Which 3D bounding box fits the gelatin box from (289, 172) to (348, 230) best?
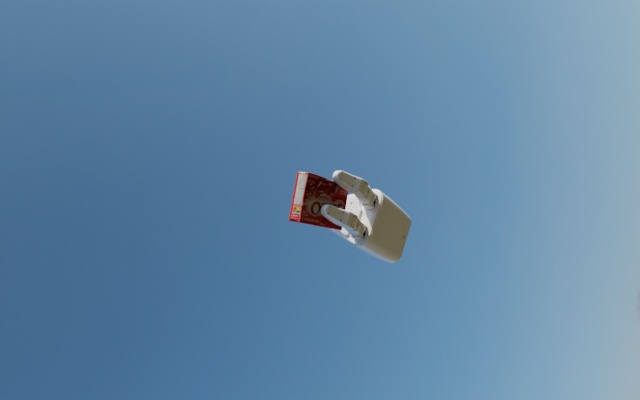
[{"bbox_3d":[0.000,0.002,0.711,0.089,0.073,0.030,14,-5,-42],"label":"gelatin box"}]
